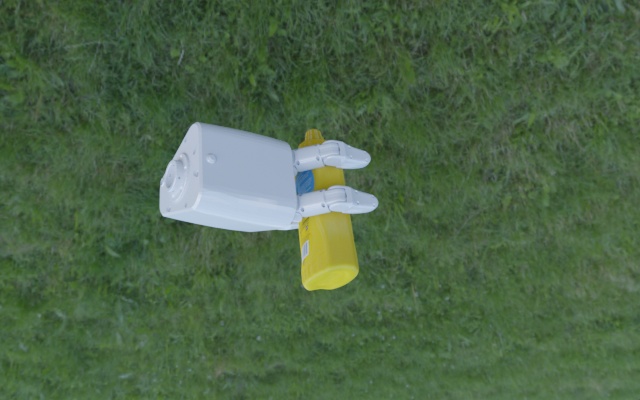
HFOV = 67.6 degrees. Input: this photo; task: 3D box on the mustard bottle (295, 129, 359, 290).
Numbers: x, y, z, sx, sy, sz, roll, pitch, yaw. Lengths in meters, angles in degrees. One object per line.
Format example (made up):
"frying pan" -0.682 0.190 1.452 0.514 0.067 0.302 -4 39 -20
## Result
"mustard bottle" 0.000 0.002 0.560 0.058 0.191 0.096 -1 -24 -15
